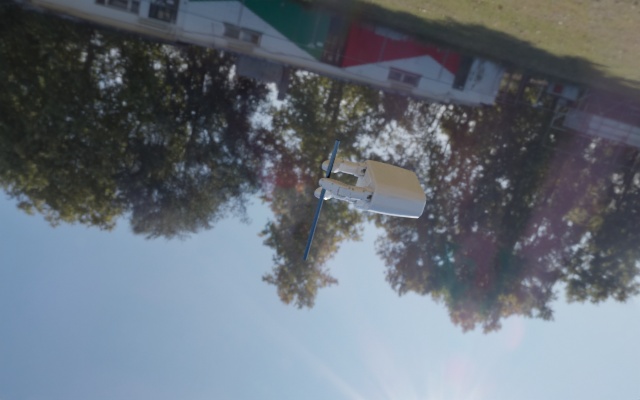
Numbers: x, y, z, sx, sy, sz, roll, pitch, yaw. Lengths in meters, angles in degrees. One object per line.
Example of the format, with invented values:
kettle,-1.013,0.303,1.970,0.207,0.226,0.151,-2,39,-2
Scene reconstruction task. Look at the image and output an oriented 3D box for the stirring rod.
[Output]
stirring rod,0.000,0.003,0.889,0.011,0.239,0.011,14,17,-4
